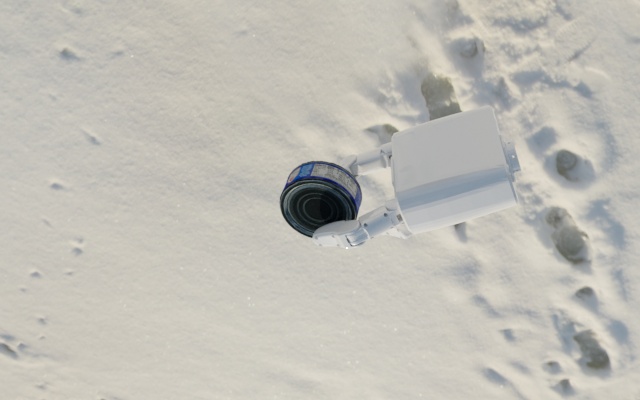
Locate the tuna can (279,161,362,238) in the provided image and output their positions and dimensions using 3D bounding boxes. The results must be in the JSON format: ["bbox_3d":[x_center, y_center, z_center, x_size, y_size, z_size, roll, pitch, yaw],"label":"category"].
[{"bbox_3d":[0.000,0.002,0.513,0.086,0.086,0.033,0,38,16],"label":"tuna can"}]
